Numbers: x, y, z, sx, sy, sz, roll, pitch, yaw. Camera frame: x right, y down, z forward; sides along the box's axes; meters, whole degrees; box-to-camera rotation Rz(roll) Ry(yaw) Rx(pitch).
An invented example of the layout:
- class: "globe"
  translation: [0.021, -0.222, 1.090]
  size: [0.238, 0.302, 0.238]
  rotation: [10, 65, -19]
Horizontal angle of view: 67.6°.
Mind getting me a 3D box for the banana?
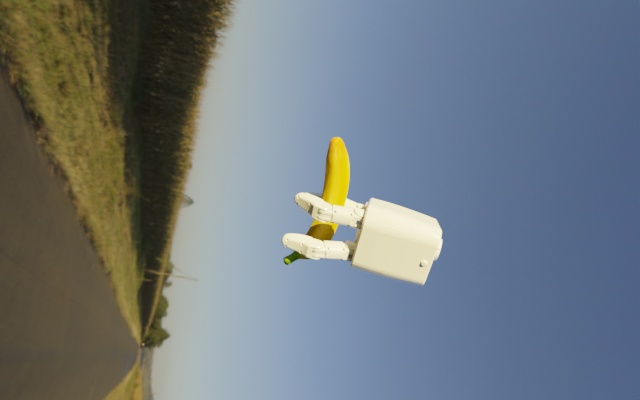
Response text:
- class: "banana"
  translation: [0.008, 0.007, 0.701]
  size: [0.037, 0.198, 0.069]
  rotation: [24, 7, 31]
